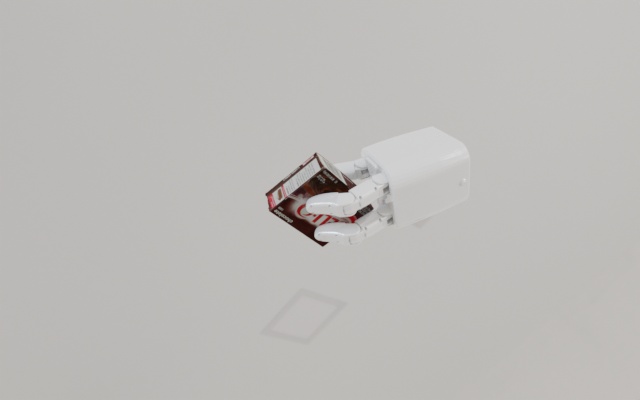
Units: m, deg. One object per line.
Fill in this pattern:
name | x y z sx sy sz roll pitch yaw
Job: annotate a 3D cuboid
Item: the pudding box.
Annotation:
pudding box | 0.000 0.002 0.609 0.090 0.039 0.113 -39 -49 16
